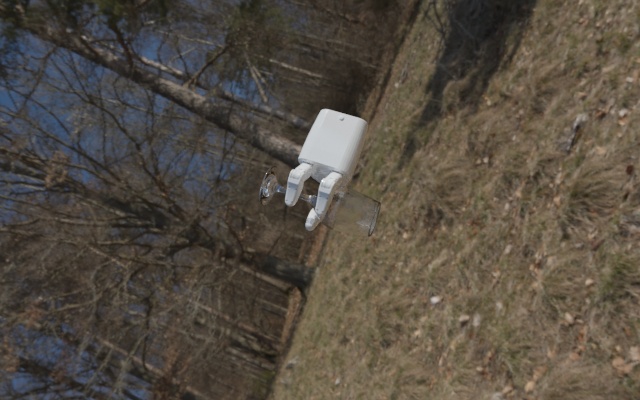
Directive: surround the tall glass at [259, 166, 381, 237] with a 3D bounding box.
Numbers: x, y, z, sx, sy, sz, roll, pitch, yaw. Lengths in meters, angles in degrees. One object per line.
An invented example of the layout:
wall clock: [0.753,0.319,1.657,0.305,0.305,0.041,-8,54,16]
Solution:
tall glass: [-0.001,0.003,0.829,0.201,0.079,0.079,18,4,13]
